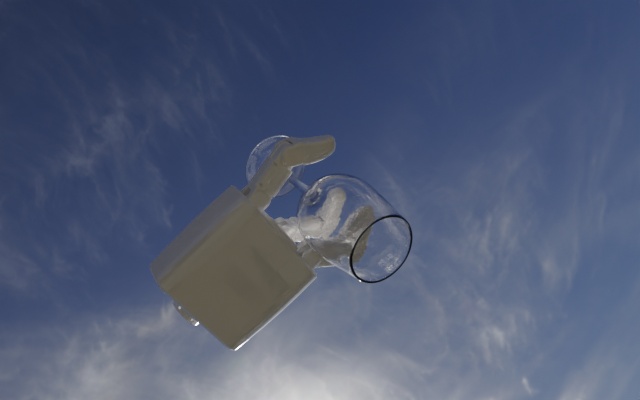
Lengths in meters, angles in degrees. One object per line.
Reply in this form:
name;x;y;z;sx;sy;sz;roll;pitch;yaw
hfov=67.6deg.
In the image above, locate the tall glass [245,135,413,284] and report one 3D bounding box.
tall glass;0.000;0.001;0.457;0.079;0.079;0.201;0;22;-33
